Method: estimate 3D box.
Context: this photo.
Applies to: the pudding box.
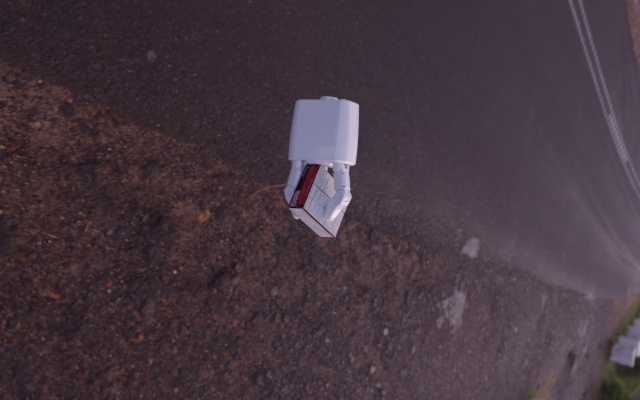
[{"bbox_3d":[0.000,0.003,0.837,0.039,0.090,0.113,2,-30,40],"label":"pudding box"}]
